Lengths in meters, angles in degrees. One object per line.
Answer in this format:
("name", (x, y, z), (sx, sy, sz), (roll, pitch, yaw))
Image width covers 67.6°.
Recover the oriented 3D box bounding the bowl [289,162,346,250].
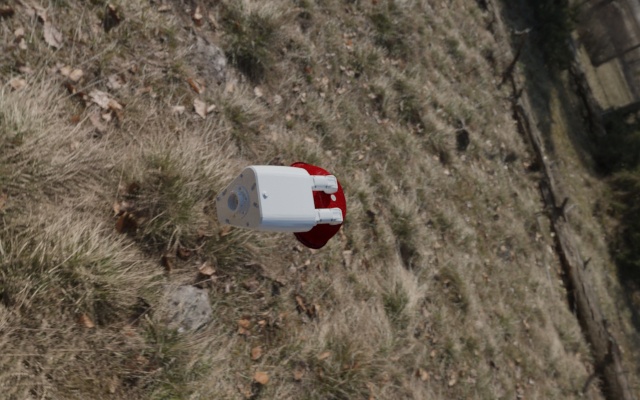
("bowl", (0.001, 0.002, 0.846), (0.055, 0.162, 0.162), (-15, -7, 30))
